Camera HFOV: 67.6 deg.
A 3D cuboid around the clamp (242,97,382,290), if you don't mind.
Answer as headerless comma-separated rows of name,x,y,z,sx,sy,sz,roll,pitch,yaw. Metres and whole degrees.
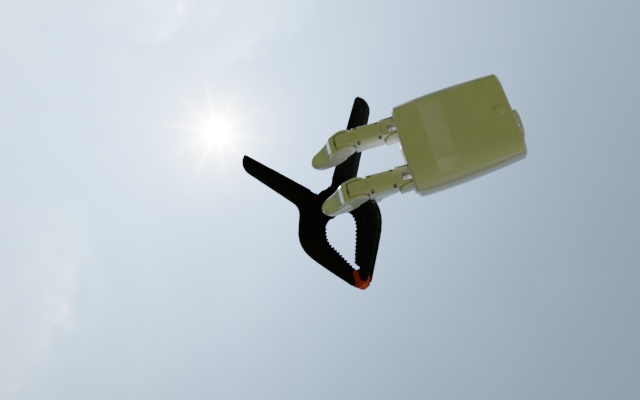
clamp,0.001,0.002,0.532,0.164,0.210,0.036,-19,-20,15
